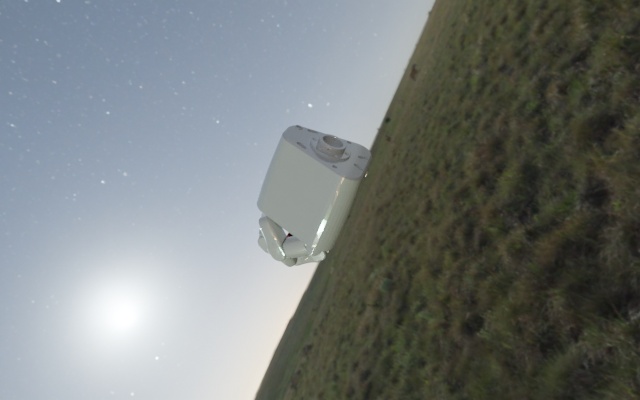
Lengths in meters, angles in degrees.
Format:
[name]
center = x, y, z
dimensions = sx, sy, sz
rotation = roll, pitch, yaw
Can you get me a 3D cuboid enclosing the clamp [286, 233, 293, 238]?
[clamp]
center = -0.001, 0.002, 0.681
dimensions = 0.039, 0.120, 0.171
rotation = 25, 33, 3
